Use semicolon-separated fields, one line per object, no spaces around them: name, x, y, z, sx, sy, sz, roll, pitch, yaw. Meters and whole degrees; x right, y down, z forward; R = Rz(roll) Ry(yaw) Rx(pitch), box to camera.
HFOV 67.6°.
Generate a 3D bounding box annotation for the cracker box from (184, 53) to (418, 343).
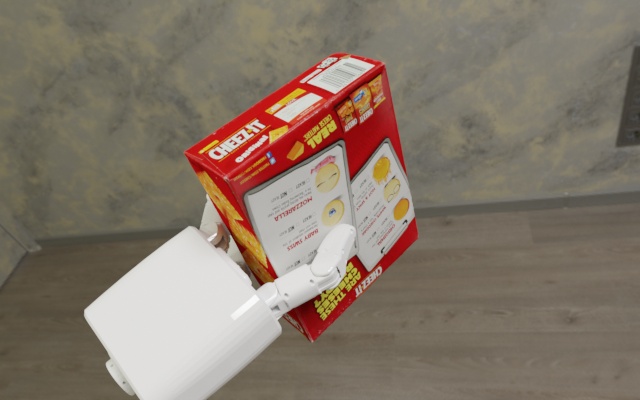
cracker box;0.000;0.001;0.436;0.164;0.214;0.072;-40;45;-21
